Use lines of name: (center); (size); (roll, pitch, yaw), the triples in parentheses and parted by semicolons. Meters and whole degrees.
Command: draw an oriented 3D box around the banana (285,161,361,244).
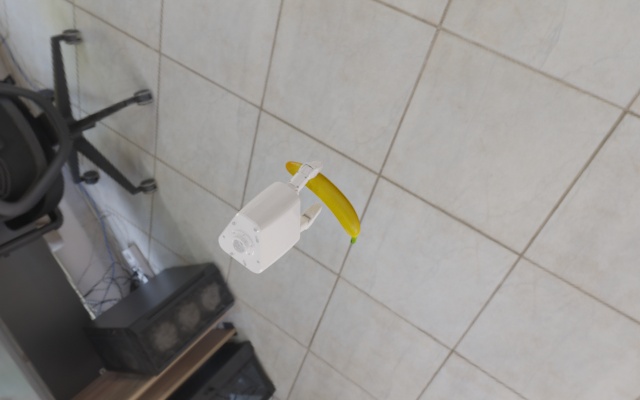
banana: (0.013, -0.002, 0.861); (0.070, 0.198, 0.037); (-34, 7, 47)
